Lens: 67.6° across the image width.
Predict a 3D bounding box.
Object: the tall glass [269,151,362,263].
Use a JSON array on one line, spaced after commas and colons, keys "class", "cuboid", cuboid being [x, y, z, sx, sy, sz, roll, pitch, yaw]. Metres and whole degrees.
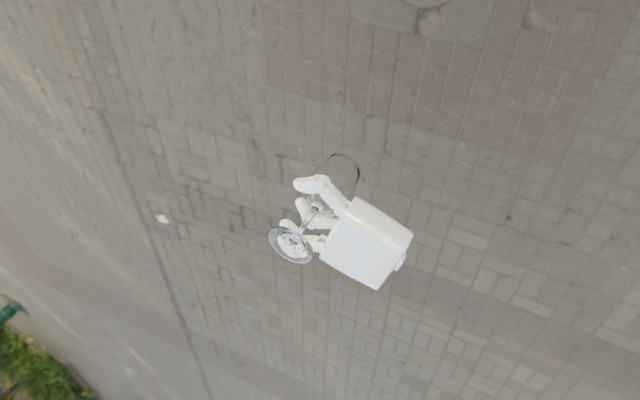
[{"class": "tall glass", "cuboid": [0.000, 0.003, 0.759, 0.079, 0.079, 0.201, 0, 40, 35]}]
